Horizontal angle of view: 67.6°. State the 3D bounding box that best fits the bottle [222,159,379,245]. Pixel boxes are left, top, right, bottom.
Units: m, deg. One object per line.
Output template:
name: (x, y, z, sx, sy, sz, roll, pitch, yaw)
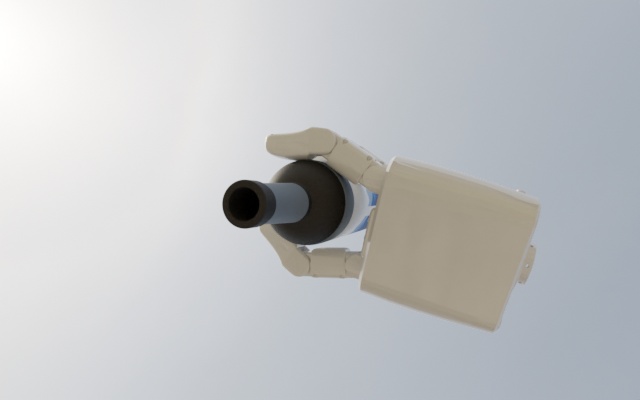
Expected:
bottle: (0.000, 0.001, 0.404, 0.069, 0.069, 0.296, 0, 0, 17)
